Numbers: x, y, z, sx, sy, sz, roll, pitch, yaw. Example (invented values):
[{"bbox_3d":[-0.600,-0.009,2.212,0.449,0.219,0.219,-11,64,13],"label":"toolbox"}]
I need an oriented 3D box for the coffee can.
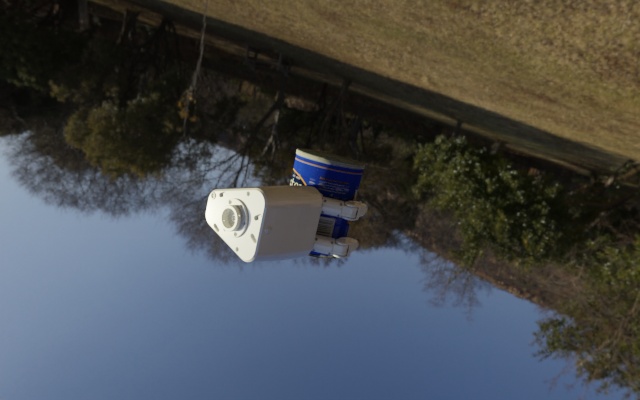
[{"bbox_3d":[0.000,0.002,0.710,0.103,0.140,0.103,13,10,-2],"label":"coffee can"}]
